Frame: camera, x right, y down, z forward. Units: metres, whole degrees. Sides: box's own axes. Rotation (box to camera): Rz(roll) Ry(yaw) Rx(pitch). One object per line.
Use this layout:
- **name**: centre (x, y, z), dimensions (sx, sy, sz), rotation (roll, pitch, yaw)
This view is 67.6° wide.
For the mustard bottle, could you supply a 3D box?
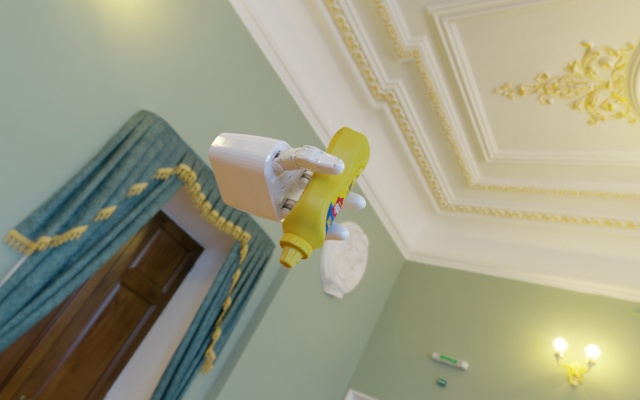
- **mustard bottle**: centre (0.001, 0.002, 0.613), dimensions (0.058, 0.191, 0.096), rotation (27, -26, 7)
